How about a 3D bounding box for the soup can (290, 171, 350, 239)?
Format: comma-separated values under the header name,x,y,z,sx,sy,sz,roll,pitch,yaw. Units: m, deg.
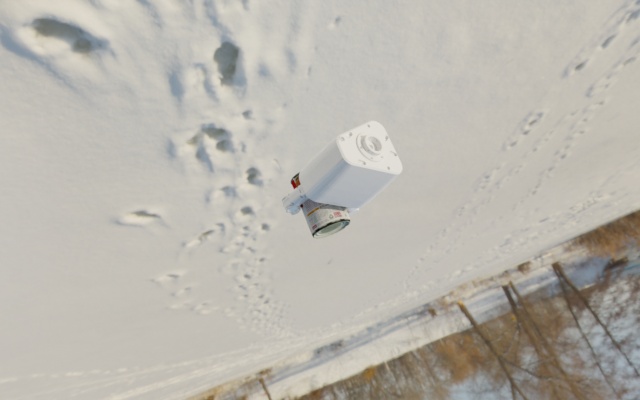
name,x,y,z,sx,sy,sz,roll,pitch,yaw
soup can,0.000,0.003,0.781,0.068,0.102,0.068,-20,-17,-7
